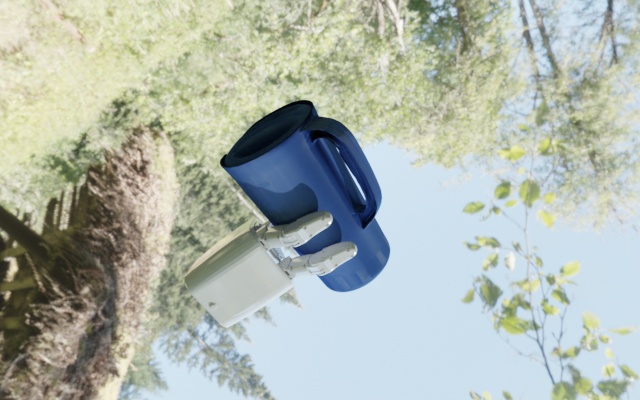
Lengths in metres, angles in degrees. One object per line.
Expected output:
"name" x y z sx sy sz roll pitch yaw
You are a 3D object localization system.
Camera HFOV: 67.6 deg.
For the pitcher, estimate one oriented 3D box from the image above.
"pitcher" 0.000 0.002 0.611 0.145 0.243 0.149 -35 26 0
